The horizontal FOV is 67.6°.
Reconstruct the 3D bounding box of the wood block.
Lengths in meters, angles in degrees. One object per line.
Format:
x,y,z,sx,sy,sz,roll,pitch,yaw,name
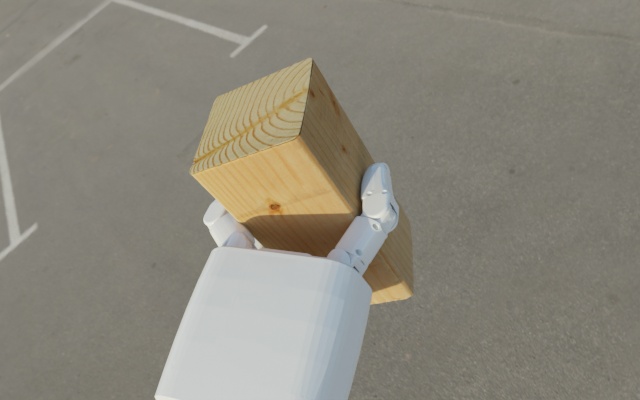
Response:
0.000,0.001,0.402,0.091,0.090,0.206,-15,-45,24,wood block
